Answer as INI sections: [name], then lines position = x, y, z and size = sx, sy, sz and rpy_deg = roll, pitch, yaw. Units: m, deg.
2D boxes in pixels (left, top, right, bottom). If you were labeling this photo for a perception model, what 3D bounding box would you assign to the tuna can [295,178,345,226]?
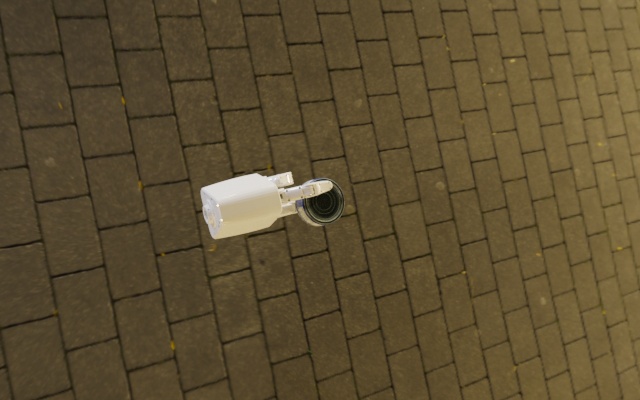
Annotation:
[tuna can]
position = 0.000, 0.003, 0.855
size = 0.086, 0.086, 0.034
rpy_deg = 0, -6, -28
